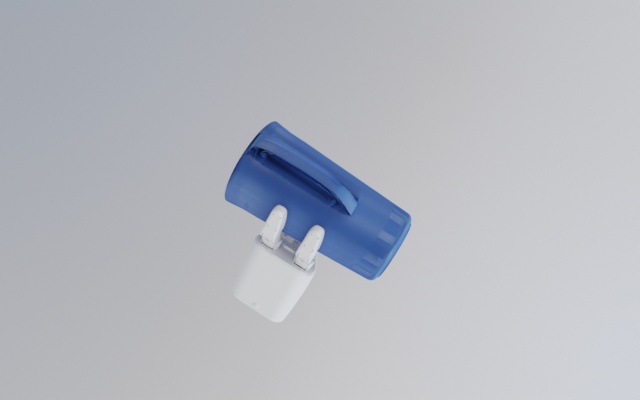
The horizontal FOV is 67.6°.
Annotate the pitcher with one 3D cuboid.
[{"bbox_3d":[0.000,0.002,0.658,0.243,0.145,0.149,32,26,5],"label":"pitcher"}]
